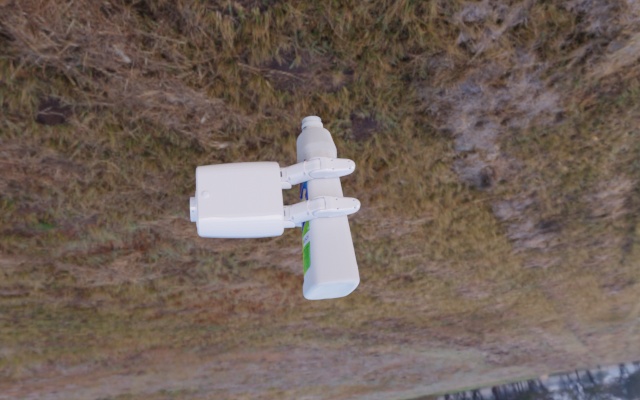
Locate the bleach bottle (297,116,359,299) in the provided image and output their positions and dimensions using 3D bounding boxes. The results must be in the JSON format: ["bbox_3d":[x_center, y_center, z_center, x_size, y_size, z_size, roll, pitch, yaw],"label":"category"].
[{"bbox_3d":[0.000,0.002,0.662,0.068,0.250,0.103,-3,-22,-11],"label":"bleach bottle"}]
